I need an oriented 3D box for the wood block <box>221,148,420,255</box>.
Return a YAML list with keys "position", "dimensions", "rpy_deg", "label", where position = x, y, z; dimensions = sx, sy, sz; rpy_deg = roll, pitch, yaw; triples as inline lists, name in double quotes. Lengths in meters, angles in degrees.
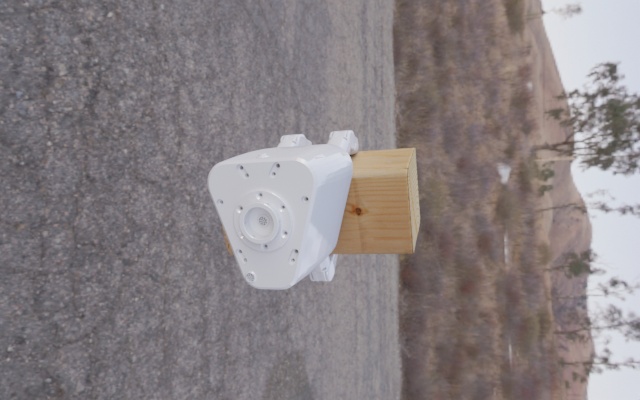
- position: [0.000, 0.002, 0.529]
  dimensions: [0.206, 0.091, 0.090]
  rpy_deg: [-2, 21, 17]
  label: "wood block"
